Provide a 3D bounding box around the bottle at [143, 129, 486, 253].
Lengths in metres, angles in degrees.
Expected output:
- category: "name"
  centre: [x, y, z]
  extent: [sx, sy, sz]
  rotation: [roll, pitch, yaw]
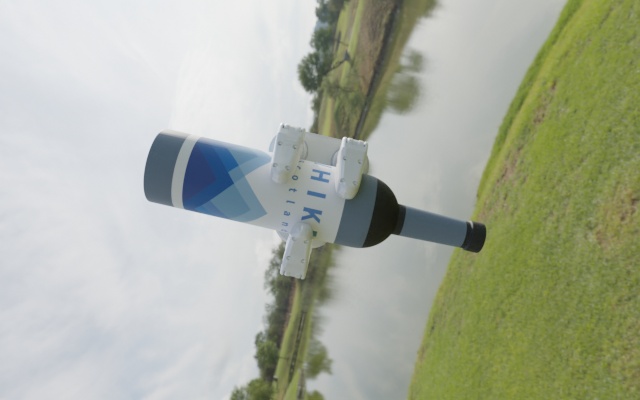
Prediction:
- category: "bottle"
  centre: [0.000, 0.001, 0.425]
  extent: [0.296, 0.069, 0.069]
  rotation: [13, 0, -1]
